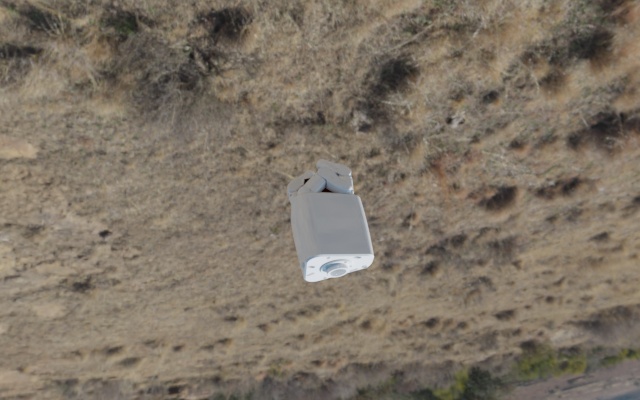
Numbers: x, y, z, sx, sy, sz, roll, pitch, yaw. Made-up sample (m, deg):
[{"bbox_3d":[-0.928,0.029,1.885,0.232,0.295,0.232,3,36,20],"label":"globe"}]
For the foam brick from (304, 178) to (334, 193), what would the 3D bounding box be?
[{"bbox_3d":[0.000,0.003,0.795,0.053,0.051,0.078,-8,-31,-9],"label":"foam brick"}]
